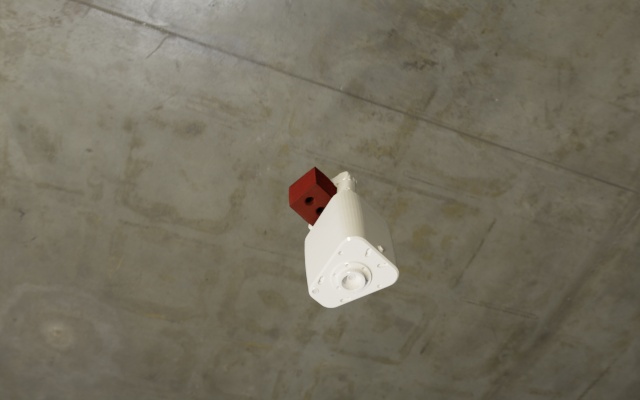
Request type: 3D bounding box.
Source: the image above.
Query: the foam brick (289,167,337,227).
[{"bbox_3d":[0.000,0.002,0.670,0.053,0.078,0.051,-40,24,20],"label":"foam brick"}]
